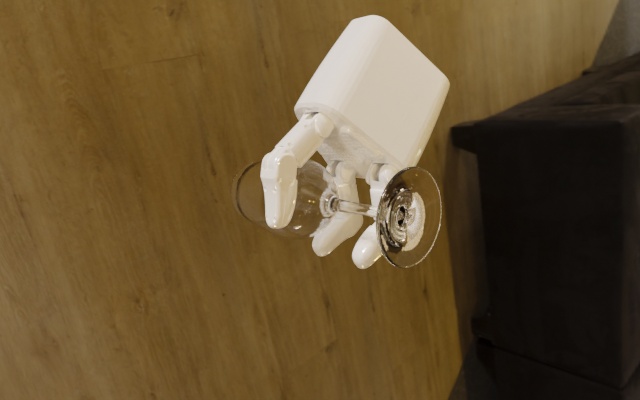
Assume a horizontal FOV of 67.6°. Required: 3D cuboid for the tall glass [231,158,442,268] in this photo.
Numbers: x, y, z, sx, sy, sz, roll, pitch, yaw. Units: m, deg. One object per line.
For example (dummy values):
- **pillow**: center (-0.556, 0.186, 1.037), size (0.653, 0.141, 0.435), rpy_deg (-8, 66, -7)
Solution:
- **tall glass**: center (0.000, 0.002, 0.417), size (0.079, 0.079, 0.201), rpy_deg (0, 6, -42)
